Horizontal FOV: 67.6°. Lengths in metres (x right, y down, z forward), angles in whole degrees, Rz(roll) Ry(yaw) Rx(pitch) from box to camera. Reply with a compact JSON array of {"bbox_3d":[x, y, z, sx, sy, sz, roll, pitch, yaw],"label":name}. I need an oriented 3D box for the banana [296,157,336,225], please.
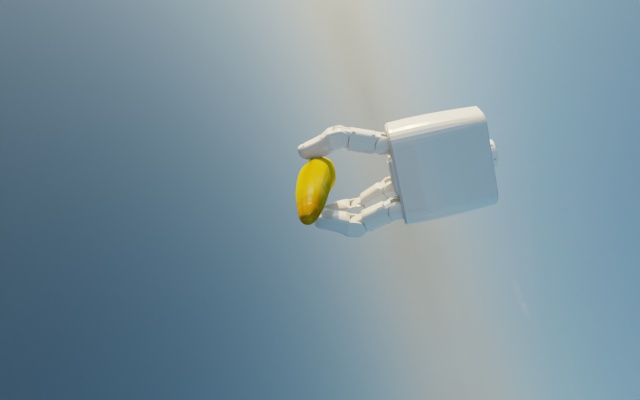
[{"bbox_3d":[-0.002,-0.017,0.550,0.037,0.069,0.198,-6,3,6],"label":"banana"}]
